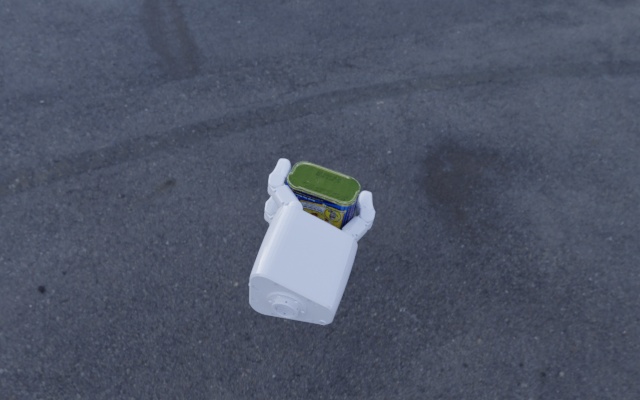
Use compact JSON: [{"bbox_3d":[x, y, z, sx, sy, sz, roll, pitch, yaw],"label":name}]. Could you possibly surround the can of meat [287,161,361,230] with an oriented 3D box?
[{"bbox_3d":[0.000,0.002,0.656,0.102,0.057,0.084,19,-40,7],"label":"can of meat"}]
